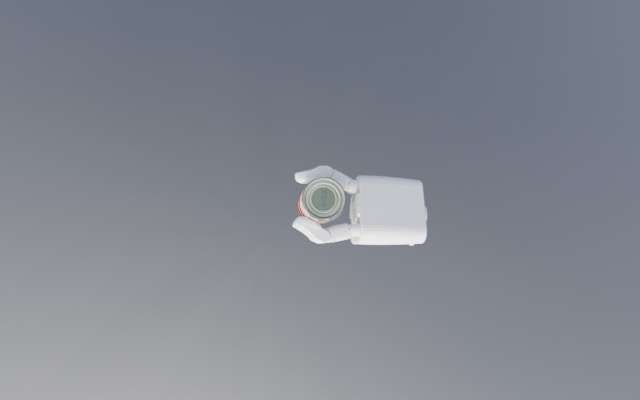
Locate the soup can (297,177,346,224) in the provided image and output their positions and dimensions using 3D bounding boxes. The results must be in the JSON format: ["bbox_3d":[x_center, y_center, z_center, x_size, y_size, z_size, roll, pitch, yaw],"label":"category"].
[{"bbox_3d":[0.000,0.002,0.760,0.068,0.068,0.102,0,-5,-6],"label":"soup can"}]
